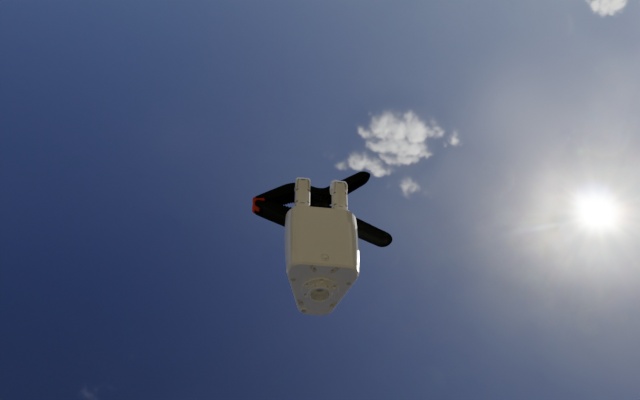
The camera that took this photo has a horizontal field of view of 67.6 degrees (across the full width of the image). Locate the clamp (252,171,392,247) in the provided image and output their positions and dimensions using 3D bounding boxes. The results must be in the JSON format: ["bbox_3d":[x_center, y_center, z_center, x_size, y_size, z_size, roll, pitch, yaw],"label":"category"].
[{"bbox_3d":[-0.001,0.003,0.751,0.210,0.036,0.164,5,40,-6],"label":"clamp"}]
